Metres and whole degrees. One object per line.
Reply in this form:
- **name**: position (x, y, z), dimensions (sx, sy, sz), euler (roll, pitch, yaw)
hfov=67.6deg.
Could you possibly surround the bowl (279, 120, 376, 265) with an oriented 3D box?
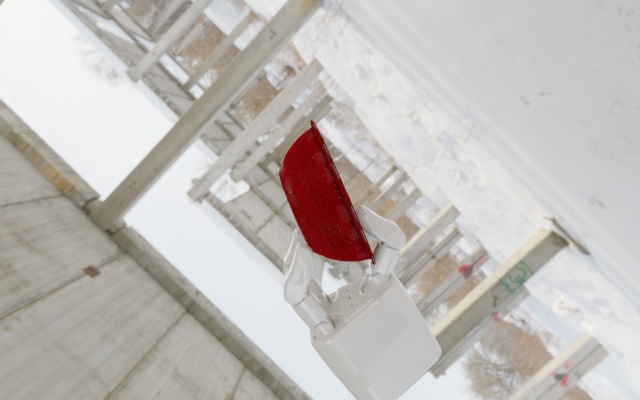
- **bowl**: position (-0.001, 0.001, 0.493), dimensions (0.055, 0.162, 0.162), euler (-23, -1, 1)
